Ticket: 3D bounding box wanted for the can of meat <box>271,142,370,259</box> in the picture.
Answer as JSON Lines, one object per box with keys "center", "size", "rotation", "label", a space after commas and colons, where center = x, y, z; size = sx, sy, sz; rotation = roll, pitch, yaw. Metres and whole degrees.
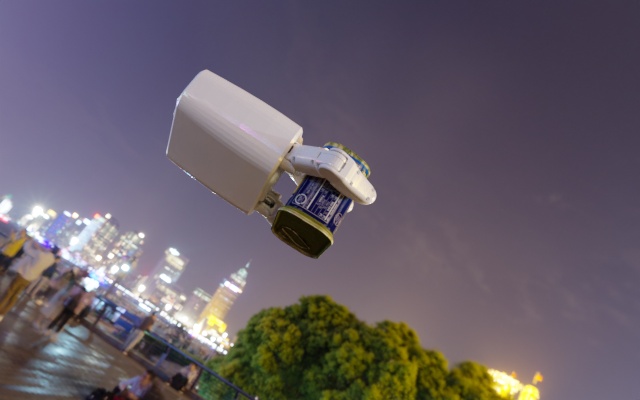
{"center": [0.000, 0.001, 0.469], "size": [0.057, 0.084, 0.102], "rotation": [32, -21, 0], "label": "can of meat"}
